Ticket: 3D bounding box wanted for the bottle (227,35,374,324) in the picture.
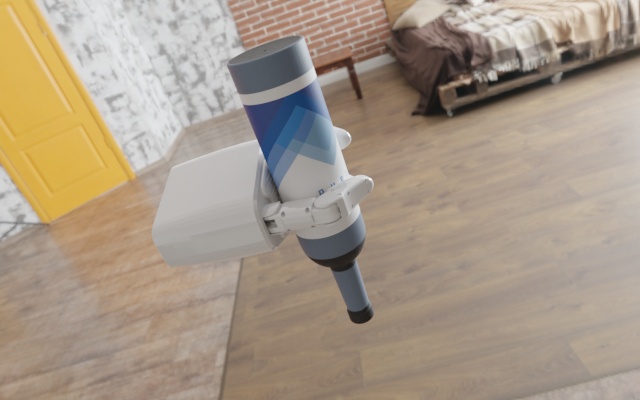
[{"bbox_3d":[0.000,0.001,0.452,0.069,0.296,0.069,-16,27,8],"label":"bottle"}]
